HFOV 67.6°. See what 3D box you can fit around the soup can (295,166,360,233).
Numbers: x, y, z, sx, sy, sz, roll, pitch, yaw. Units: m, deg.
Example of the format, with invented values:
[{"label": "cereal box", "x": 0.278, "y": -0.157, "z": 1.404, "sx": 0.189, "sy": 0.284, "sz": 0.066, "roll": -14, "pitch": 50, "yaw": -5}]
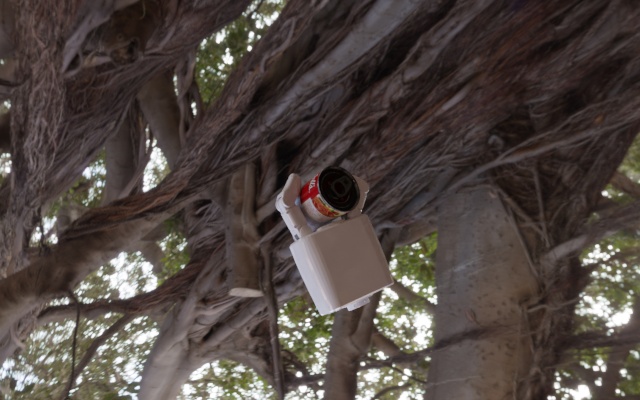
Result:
[{"label": "soup can", "x": 0.000, "y": 0.002, "z": 0.681, "sx": 0.068, "sy": 0.068, "sz": 0.102, "roll": 0, "pitch": -22, "yaw": -34}]
